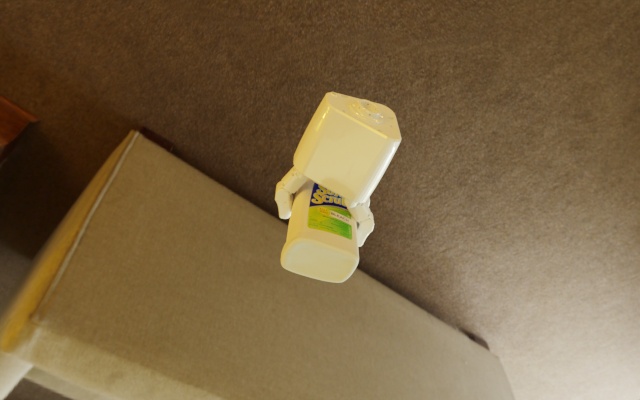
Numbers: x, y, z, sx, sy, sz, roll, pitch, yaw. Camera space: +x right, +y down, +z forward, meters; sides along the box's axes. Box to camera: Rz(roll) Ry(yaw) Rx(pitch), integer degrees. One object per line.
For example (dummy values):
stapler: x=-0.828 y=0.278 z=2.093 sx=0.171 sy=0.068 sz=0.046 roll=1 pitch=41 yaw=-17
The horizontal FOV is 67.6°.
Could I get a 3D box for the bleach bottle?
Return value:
bleach bottle: x=0.000 y=0.002 z=0.708 sx=0.102 sy=0.068 sz=0.250 roll=19 pitch=36 yaw=-15
